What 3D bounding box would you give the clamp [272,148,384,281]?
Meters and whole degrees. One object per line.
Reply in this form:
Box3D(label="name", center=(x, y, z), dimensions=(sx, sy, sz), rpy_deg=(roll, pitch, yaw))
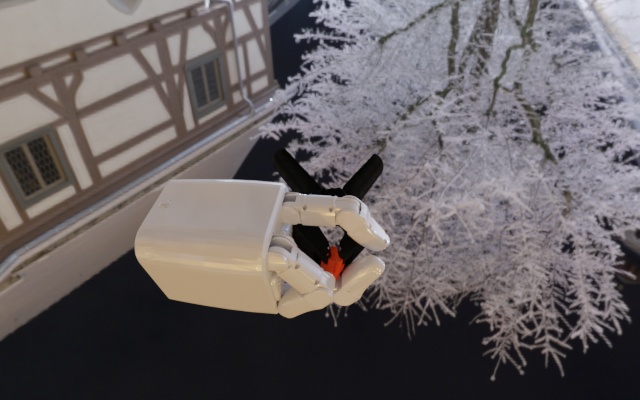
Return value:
Box3D(label="clamp", center=(0.000, 0.002, 0.474), dimensions=(0.120, 0.039, 0.171), rpy_deg=(5, 39, 6))
